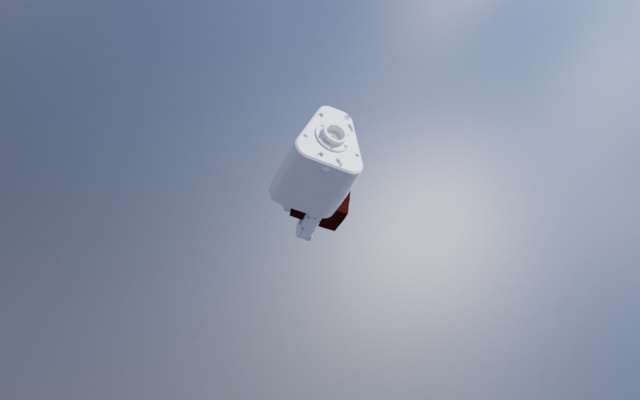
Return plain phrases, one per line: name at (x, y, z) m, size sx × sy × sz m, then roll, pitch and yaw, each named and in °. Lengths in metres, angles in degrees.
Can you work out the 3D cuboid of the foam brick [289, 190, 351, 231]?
foam brick at (0.000, 0.002, 0.717) m, size 0.078 × 0.053 × 0.051 m, roll 19°, pitch -40°, yaw -13°
